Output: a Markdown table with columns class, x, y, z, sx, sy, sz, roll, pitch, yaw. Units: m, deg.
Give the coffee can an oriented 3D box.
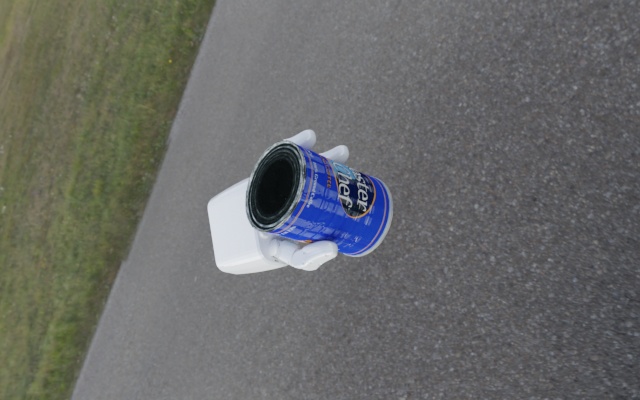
| class | x | y | z | sx | sy | sz | roll | pitch | yaw |
| --- | --- | --- | --- | --- | --- | --- | --- | --- | --- |
| coffee can | 0.000 | 0.002 | 0.551 | 0.140 | 0.103 | 0.103 | 19 | -13 | -39 |
